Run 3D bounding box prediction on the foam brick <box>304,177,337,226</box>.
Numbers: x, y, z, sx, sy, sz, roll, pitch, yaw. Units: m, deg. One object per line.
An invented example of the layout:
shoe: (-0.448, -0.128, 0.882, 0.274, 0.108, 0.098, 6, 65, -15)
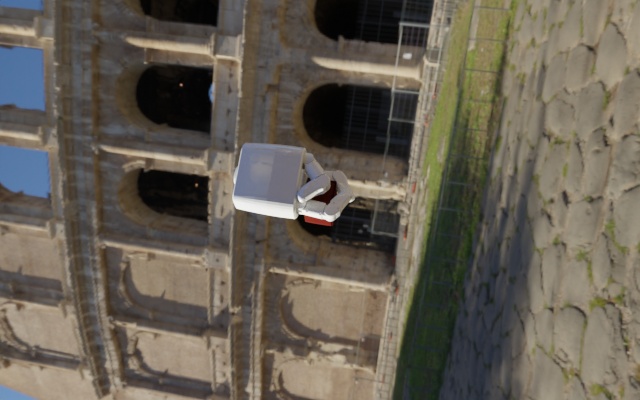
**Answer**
foam brick: (0.000, 0.003, 0.834, 0.051, 0.053, 0.078, 7, -27, 6)
